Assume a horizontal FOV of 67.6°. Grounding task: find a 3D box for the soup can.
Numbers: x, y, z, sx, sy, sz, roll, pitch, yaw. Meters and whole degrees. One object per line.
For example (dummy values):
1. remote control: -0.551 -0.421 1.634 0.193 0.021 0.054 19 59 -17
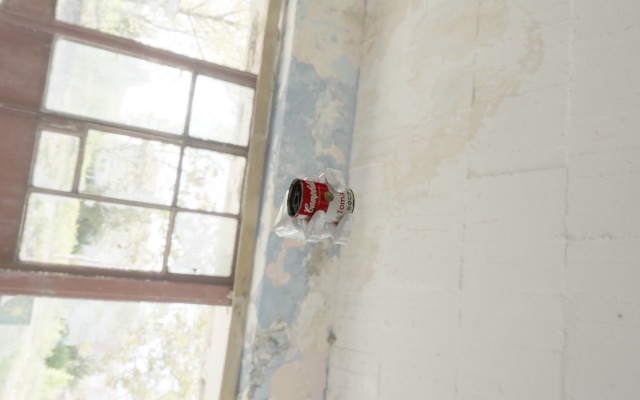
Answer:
1. soup can: 0.001 0.003 0.836 0.102 0.068 0.068 9 -4 -25
